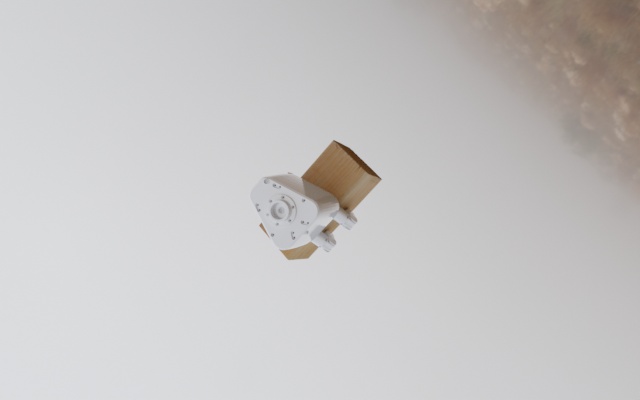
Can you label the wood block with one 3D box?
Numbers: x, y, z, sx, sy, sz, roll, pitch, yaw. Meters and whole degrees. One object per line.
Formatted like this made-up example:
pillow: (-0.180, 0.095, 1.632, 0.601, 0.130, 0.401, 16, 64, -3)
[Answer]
wood block: (0.000, 0.003, 0.861, 0.090, 0.206, 0.090, 47, 14, 19)
